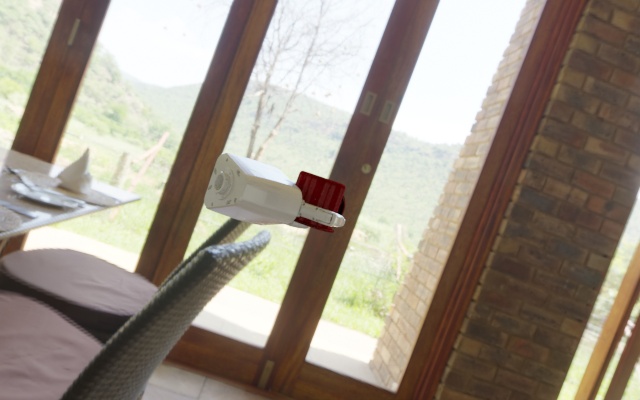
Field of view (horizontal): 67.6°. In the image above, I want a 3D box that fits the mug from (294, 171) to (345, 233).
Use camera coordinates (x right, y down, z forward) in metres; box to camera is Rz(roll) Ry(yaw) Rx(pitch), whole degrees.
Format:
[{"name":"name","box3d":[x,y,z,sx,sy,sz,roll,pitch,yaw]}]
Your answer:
[{"name":"mug","box3d":[0.001,0.003,0.802,0.117,0.081,0.093,17,3,-42]}]
